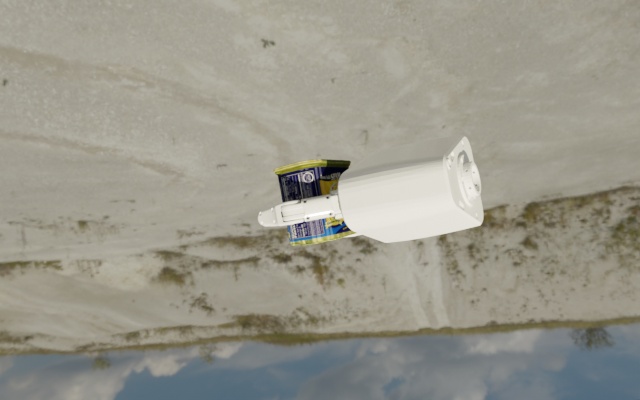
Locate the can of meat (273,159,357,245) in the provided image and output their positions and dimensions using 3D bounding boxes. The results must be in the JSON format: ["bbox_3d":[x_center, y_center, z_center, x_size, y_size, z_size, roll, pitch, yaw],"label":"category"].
[{"bbox_3d":[0.000,0.002,0.524,0.057,0.084,0.102,-12,-2,28],"label":"can of meat"}]
